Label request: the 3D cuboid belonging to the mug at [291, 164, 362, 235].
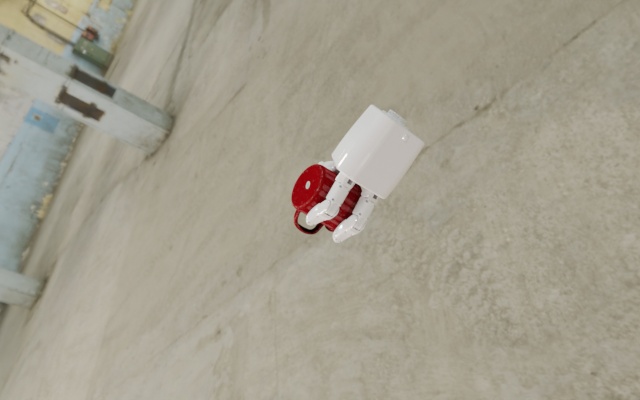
[{"bbox_3d":[-0.001,0.004,0.777,0.081,0.117,0.093,30,13,-30],"label":"mug"}]
